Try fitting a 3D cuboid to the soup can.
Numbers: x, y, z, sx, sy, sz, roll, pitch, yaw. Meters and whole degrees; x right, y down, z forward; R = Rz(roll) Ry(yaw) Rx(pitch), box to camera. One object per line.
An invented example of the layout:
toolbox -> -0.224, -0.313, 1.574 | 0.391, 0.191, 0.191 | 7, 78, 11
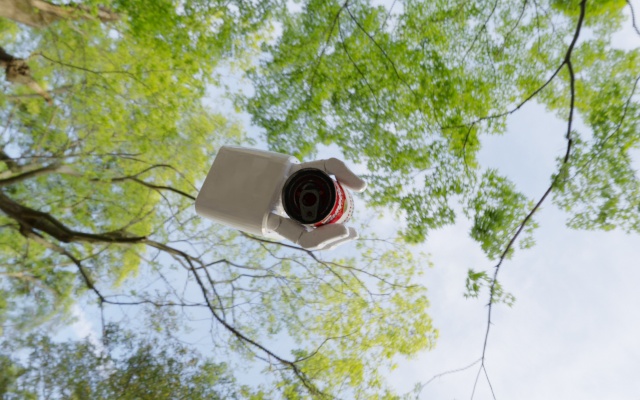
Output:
soup can -> 0.001, 0.002, 0.602 | 0.068, 0.068, 0.102 | 0, -8, 17
